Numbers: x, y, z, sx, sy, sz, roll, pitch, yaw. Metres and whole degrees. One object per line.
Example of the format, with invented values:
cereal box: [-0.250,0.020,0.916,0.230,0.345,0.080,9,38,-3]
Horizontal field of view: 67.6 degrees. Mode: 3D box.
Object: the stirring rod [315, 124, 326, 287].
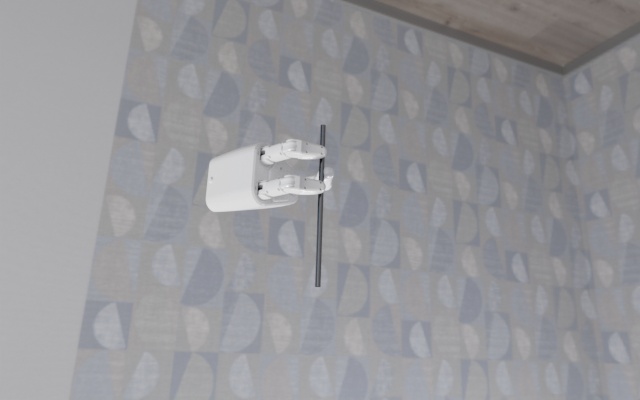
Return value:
stirring rod: [0.000,0.002,0.684,0.011,0.239,0.011,2,-17,1]
